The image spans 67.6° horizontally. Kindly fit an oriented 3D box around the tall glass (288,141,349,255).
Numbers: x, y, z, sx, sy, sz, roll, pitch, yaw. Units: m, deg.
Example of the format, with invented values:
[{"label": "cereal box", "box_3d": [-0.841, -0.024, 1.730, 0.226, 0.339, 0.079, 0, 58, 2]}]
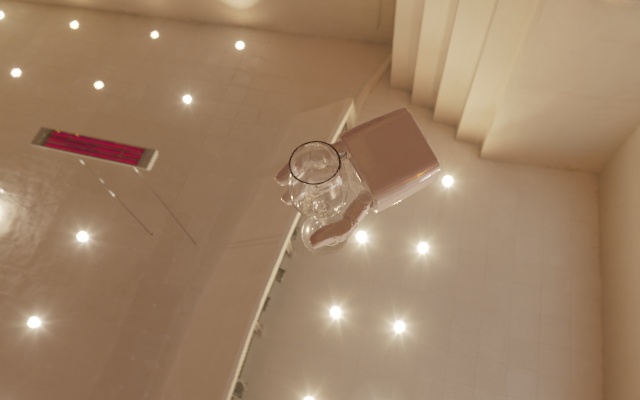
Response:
[{"label": "tall glass", "box_3d": [0.000, 0.003, 0.647, 0.079, 0.079, 0.201, 0, -28, 5]}]
